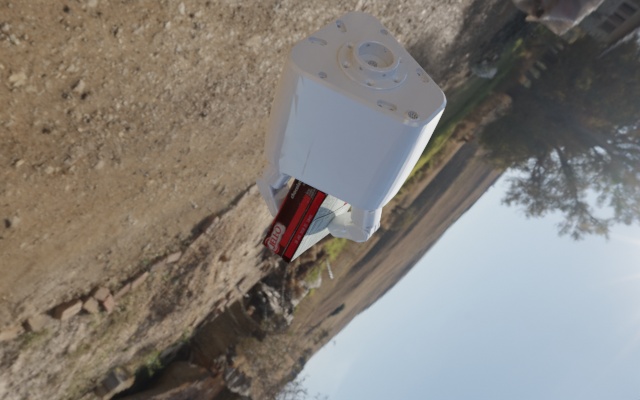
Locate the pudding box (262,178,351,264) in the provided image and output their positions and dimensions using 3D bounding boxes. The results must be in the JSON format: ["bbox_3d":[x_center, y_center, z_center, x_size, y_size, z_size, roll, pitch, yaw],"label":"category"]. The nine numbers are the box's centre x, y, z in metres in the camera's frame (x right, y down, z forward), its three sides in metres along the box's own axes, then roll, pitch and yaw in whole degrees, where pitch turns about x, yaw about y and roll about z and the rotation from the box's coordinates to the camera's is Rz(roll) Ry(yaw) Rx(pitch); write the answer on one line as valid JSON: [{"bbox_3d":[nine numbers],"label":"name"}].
[{"bbox_3d":[0.000,0.002,0.471,0.039,0.090,0.113,38,29,14],"label":"pudding box"}]
